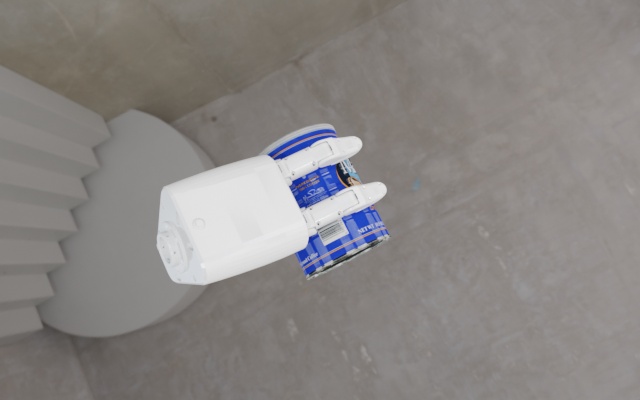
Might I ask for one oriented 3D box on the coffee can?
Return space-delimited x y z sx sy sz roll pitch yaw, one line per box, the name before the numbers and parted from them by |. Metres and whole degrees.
coffee can | 0.000 0.002 0.527 0.103 0.140 0.103 -26 -10 -5
